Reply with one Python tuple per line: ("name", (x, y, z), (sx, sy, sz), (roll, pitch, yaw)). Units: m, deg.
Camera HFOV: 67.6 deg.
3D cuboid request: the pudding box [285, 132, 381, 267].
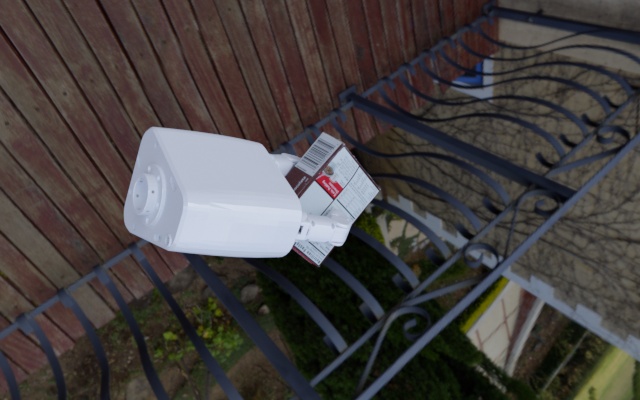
("pudding box", (0.000, 0.002, 0.494), (0.039, 0.113, 0.090), (36, -7, 44))
